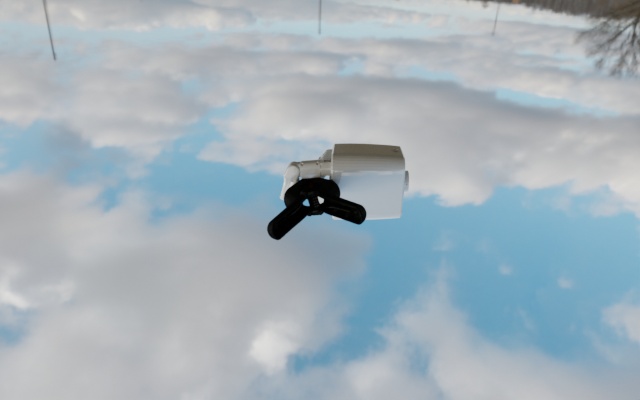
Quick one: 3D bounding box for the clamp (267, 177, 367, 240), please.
[{"bbox_3d":[0.000,0.003,0.637,0.120,0.039,0.171,-2,23,5],"label":"clamp"}]
